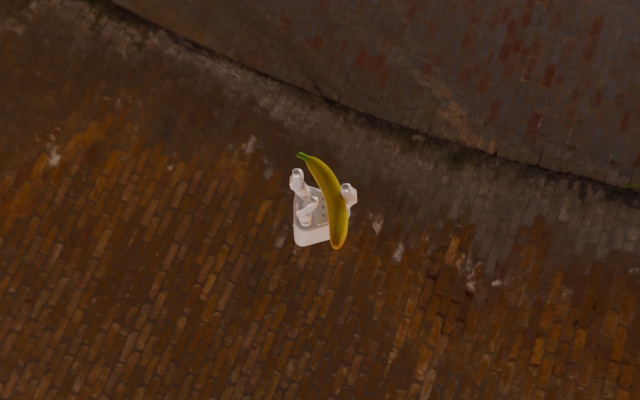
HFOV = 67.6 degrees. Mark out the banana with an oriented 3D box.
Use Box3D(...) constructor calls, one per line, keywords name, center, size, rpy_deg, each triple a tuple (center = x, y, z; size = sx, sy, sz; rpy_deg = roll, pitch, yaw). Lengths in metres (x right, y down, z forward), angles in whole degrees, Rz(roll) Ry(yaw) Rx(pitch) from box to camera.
Box3D(name="banana", center=(0.014, -0.004, 0.892), size=(0.069, 0.197, 0.037), rpy_deg=(-13, -19, -32))
